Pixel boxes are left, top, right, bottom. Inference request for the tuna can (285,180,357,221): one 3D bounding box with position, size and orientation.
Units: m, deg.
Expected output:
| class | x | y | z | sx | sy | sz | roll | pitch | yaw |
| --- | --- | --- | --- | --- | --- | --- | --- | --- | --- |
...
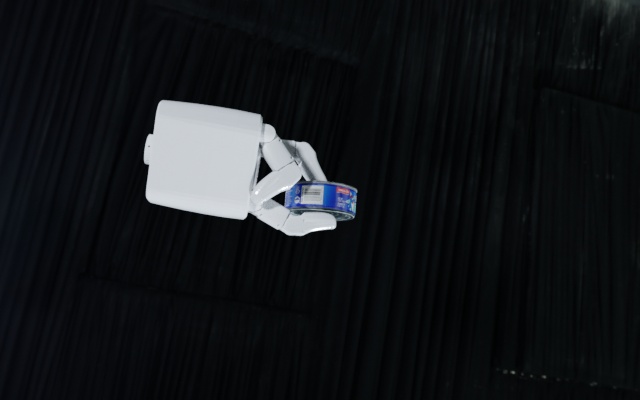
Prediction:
| class | x | y | z | sx | sy | sz | roll | pitch | yaw |
| --- | --- | --- | --- | --- | --- | --- | --- | --- | --- |
| tuna can | 0.000 | 0.002 | 0.569 | 0.086 | 0.033 | 0.086 | 4 | -11 | 1 |
